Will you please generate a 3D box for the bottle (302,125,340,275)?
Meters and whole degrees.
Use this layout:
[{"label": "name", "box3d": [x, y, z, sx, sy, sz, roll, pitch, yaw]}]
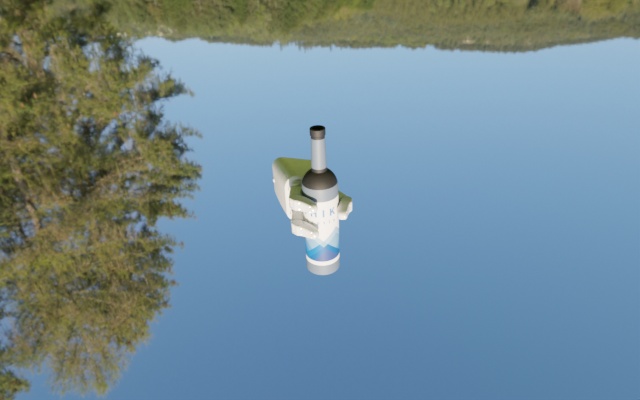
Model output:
[{"label": "bottle", "box3d": [0.000, 0.003, 0.887, 0.069, 0.296, 0.069, -2, 31, 1]}]
